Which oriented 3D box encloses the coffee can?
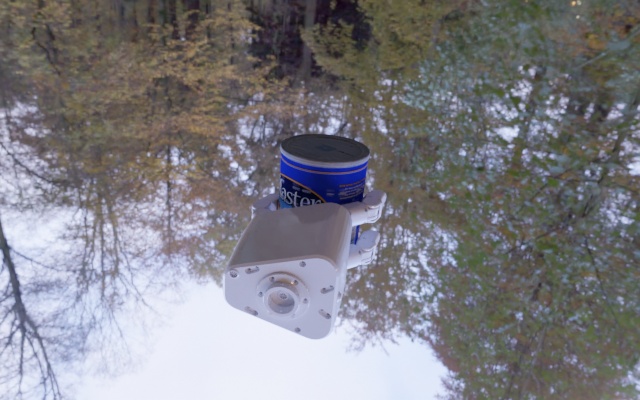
[{"bbox_3d":[0.000,0.002,0.573,0.103,0.140,0.102,4,24,-2],"label":"coffee can"}]
